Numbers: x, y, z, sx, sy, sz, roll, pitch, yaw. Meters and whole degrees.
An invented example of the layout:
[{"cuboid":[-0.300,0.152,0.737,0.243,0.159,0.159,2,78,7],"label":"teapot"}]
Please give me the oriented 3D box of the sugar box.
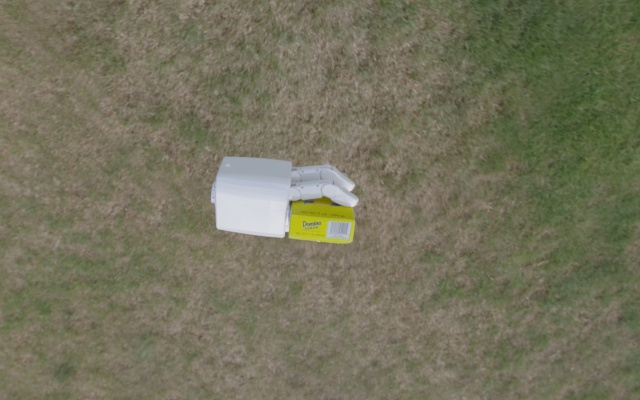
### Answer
[{"cuboid":[0.000,0.002,0.748,0.093,0.048,0.176,6,28,-5],"label":"sugar box"}]
